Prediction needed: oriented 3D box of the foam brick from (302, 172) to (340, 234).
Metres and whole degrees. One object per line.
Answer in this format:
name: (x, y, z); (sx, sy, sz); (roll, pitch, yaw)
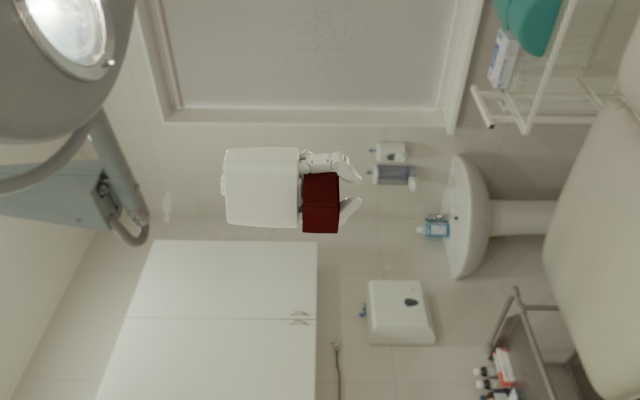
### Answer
foam brick: (0.000, 0.002, 0.674); (0.051, 0.053, 0.078); (2, 42, -1)
